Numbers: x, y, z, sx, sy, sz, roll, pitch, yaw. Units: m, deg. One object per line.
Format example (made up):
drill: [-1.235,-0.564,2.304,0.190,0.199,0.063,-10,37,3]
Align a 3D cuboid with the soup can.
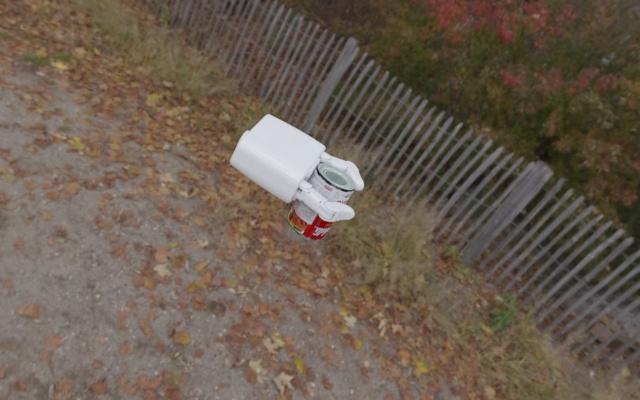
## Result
soup can: [0.001,0.002,0.732,0.068,0.102,0.068,25,27,-14]
